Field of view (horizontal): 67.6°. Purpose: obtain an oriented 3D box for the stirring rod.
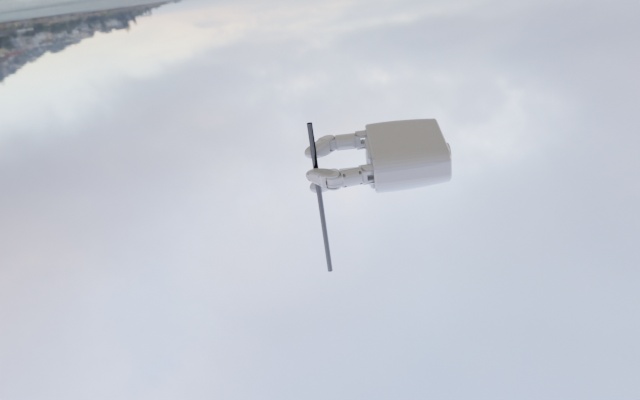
[{"bbox_3d":[0.000,0.002,0.704,0.011,0.240,0.011,-7,25,3],"label":"stirring rod"}]
